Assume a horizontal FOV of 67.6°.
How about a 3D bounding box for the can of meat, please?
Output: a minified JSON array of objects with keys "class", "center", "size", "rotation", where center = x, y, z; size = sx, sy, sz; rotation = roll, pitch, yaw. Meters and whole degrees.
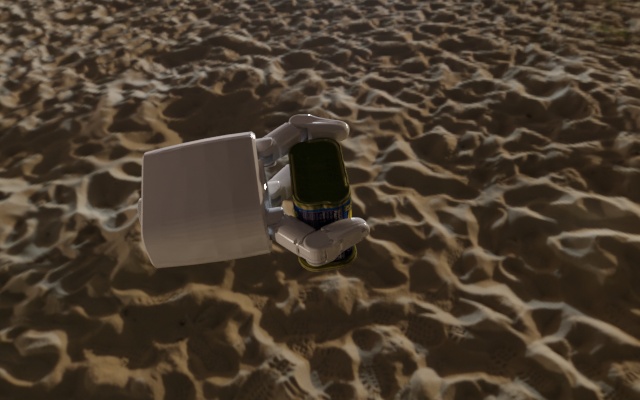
[{"class":"can of meat","center":[0.000,0.001,0.459],"size":[0.057,0.084,0.102],"rotation":[-8,43,-2]}]
